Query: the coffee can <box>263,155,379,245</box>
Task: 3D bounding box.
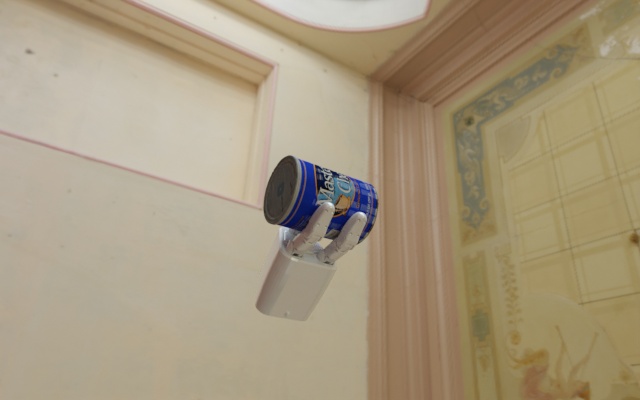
[{"bbox_3d":[0.000,0.002,0.712,0.140,0.103,0.103,17,-8,-28],"label":"coffee can"}]
